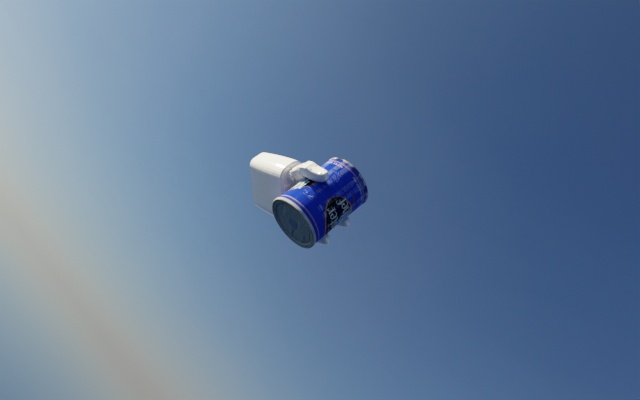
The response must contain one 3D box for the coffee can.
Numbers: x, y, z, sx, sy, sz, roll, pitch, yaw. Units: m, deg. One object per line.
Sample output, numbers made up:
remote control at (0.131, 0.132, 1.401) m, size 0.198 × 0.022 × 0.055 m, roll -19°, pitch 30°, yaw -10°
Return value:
coffee can at (0.000, 0.003, 0.843) m, size 0.140 × 0.103 × 0.103 m, roll -38°, pitch 20°, yaw -28°
